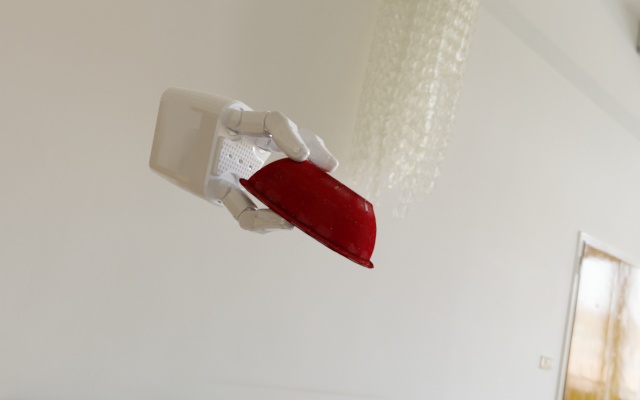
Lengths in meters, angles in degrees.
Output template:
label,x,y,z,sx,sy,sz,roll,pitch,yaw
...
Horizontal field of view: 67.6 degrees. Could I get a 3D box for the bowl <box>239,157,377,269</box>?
label,x,y,z,sx,sy,sz,roll,pitch,yaw
bowl,0.001,0.002,0.482,0.162,0.055,0.162,34,2,-1
